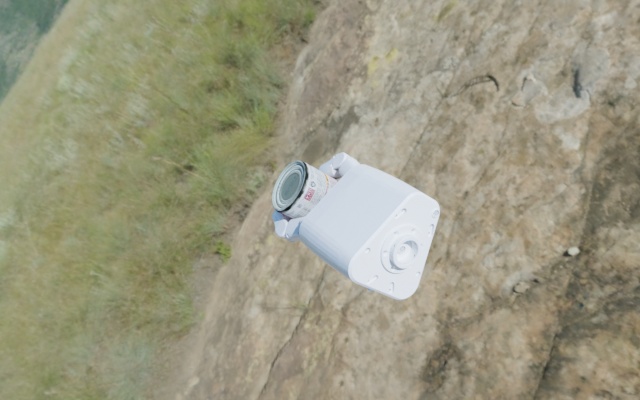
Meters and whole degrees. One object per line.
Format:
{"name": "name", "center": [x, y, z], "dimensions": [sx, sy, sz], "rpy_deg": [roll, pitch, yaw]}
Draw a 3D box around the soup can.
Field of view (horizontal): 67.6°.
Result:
{"name": "soup can", "center": [0.000, 0.002, 0.584], "dimensions": [0.102, 0.068, 0.068], "rpy_deg": [27, -15, -32]}
